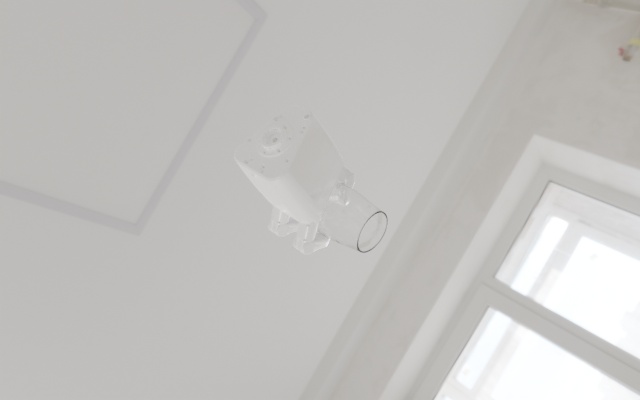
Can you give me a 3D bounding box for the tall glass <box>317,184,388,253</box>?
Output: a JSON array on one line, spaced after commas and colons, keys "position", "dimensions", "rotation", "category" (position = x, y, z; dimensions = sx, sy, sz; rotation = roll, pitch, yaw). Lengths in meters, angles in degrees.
[{"position": [0.000, 0.002, 0.692], "dimensions": [0.201, 0.079, 0.079], "rotation": [30, 19, 36], "category": "tall glass"}]
